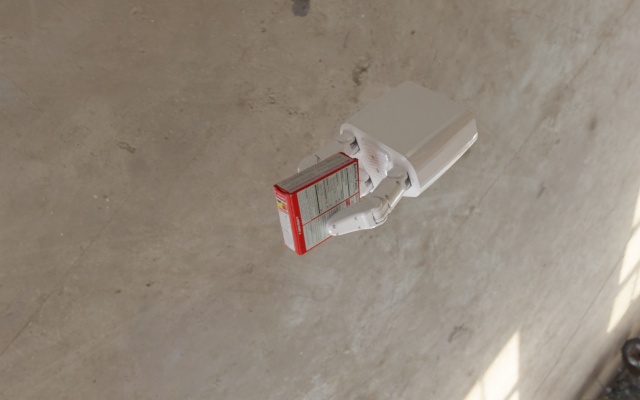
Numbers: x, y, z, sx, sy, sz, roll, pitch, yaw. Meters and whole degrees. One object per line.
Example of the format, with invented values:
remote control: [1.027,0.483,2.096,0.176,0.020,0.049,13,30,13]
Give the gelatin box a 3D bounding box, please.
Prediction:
gelatin box: [0.000,0.002,0.478,0.089,0.073,0.030,-30,40,-30]
